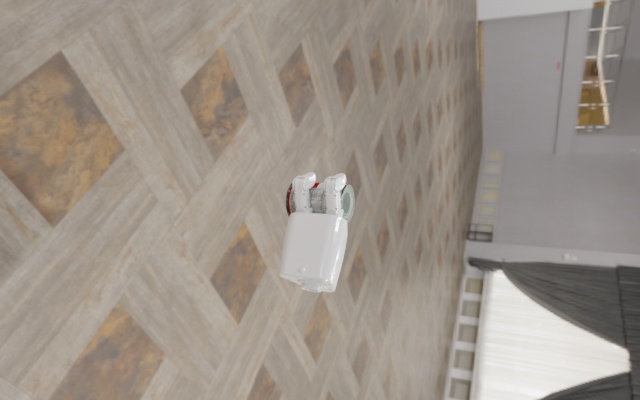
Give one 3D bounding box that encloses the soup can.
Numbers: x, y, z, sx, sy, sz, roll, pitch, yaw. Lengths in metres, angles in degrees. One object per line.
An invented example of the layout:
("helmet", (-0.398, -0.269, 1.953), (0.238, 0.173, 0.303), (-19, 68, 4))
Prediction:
("soup can", (0.001, 0.002, 0.823), (0.102, 0.068, 0.068), (3, 1, 23))
